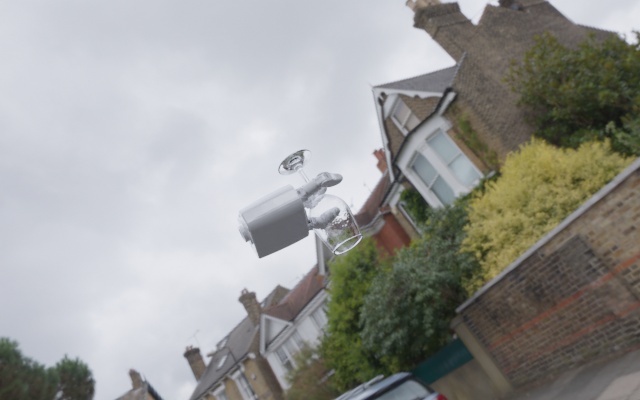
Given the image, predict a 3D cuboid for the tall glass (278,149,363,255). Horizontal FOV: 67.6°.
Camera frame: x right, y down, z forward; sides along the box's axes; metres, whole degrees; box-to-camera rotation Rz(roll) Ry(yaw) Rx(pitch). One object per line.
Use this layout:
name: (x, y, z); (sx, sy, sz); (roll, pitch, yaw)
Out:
tall glass: (0.000, 0.002, 0.894); (0.079, 0.201, 0.079); (-28, -22, -13)
